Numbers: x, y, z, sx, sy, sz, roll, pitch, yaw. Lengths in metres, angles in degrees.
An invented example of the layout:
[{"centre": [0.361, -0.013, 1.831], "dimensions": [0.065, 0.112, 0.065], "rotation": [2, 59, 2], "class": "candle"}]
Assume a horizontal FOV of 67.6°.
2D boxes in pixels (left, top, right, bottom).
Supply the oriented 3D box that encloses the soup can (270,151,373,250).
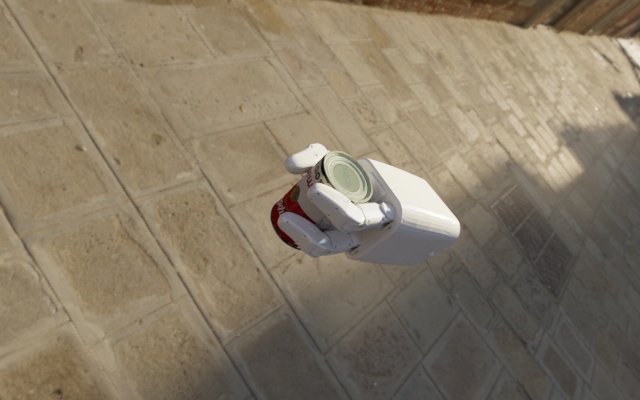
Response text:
[{"centre": [0.000, 0.001, 0.522], "dimensions": [0.068, 0.068, 0.102], "rotation": [0, -32, -43], "class": "soup can"}]
